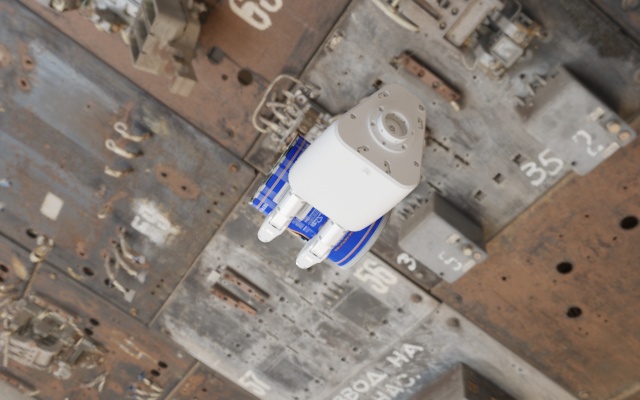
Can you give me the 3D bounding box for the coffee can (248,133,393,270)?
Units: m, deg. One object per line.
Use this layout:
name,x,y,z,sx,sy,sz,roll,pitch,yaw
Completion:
coffee can,0.000,0.002,0.574,0.140,0.103,0.103,35,-5,-8
